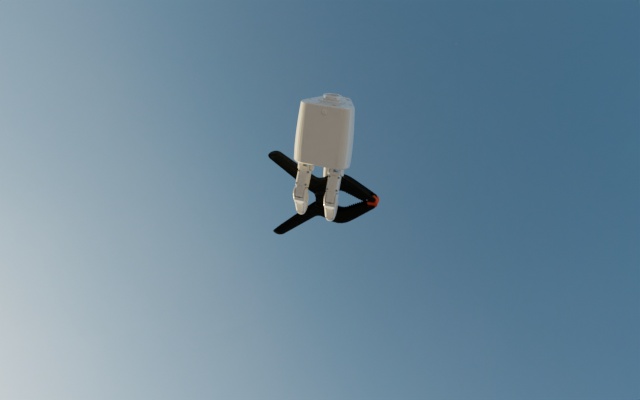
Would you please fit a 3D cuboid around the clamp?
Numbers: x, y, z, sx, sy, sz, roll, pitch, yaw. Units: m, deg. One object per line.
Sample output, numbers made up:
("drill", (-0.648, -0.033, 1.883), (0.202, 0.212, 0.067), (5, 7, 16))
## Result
("clamp", (0.001, 0.002, 0.876), (0.210, 0.165, 0.036), (11, 25, 12))
